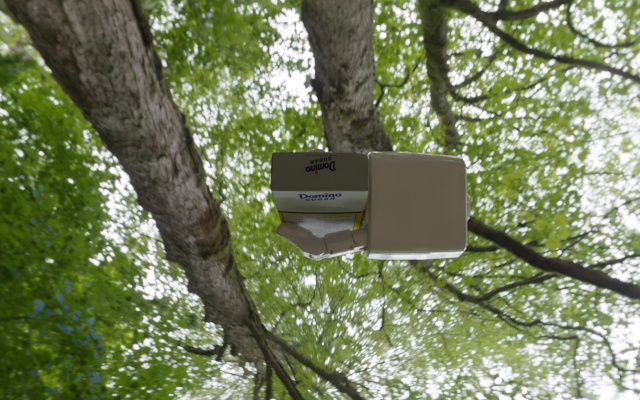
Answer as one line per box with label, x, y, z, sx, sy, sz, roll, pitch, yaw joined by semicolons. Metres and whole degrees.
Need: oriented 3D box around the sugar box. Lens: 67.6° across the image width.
sugar box;0.000;0.001;0.522;0.093;0.048;0.176;1;-22;0
